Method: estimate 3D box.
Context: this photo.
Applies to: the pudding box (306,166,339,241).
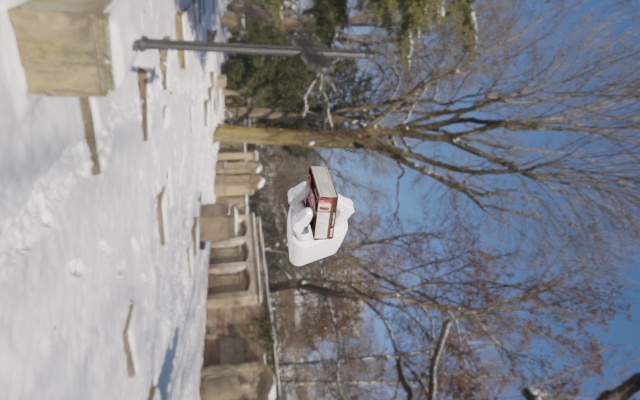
[{"bbox_3d":[0.000,0.003,0.850,0.039,0.090,0.113,-2,32,-12],"label":"pudding box"}]
